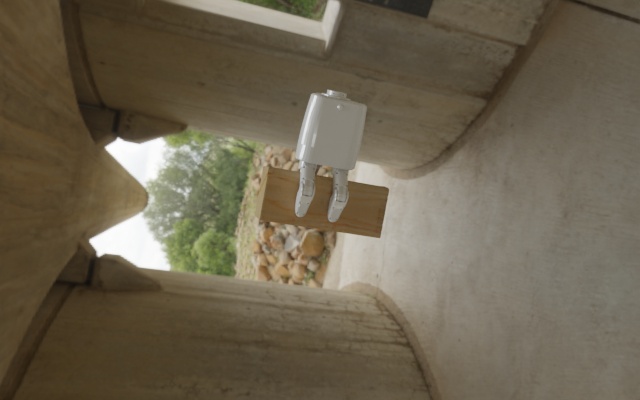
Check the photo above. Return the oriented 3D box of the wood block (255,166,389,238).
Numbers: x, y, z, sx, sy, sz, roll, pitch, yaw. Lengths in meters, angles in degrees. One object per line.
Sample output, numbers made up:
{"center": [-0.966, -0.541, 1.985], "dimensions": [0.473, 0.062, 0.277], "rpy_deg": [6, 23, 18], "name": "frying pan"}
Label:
{"center": [0.000, 0.002, 0.820], "dimensions": [0.206, 0.090, 0.091], "rpy_deg": [10, 2, -13], "name": "wood block"}
